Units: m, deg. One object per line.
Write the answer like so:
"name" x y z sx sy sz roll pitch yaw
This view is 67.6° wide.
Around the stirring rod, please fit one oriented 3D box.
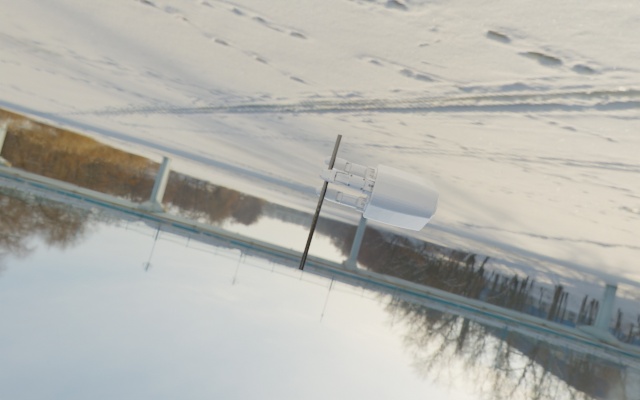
"stirring rod" 0.000 0.003 0.819 0.011 0.239 0.011 16 -1 0
